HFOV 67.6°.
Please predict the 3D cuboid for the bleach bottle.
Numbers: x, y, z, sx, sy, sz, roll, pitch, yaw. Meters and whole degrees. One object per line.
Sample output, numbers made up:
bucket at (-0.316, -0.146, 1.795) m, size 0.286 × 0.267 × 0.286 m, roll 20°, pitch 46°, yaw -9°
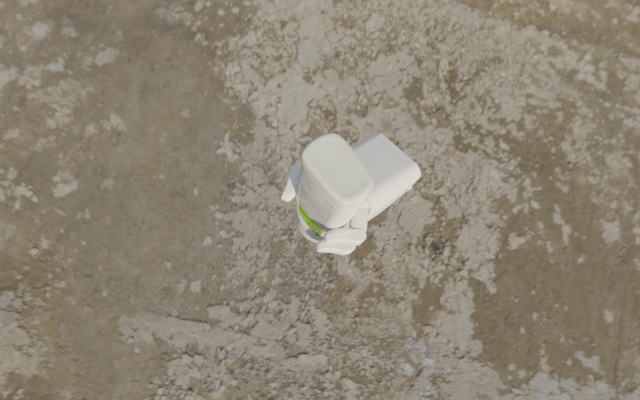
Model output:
bleach bottle at (0.000, 0.002, 0.716) m, size 0.068 × 0.102 × 0.251 m, roll -34°, pitch -10°, yaw -21°
